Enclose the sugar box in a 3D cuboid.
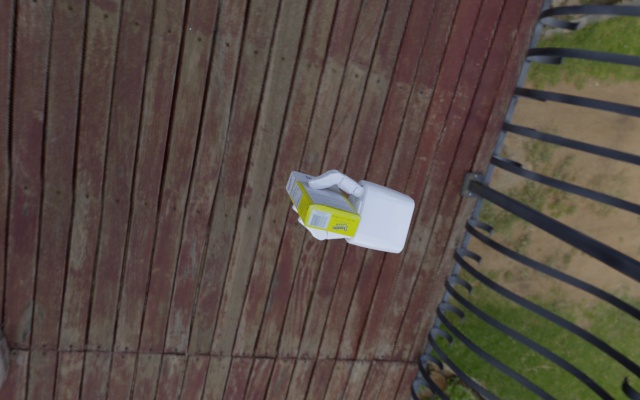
[{"bbox_3d":[0.000,0.003,0.852,0.093,0.048,0.176,15,15,-19],"label":"sugar box"}]
